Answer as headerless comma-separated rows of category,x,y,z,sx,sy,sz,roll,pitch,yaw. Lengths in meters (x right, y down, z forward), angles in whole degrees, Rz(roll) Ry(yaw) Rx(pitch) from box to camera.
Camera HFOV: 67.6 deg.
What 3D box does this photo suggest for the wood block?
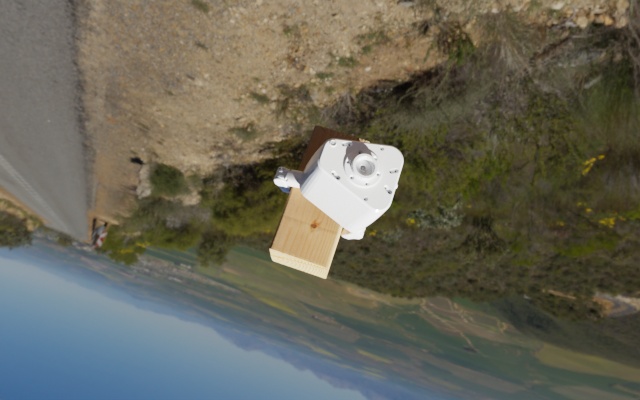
wood block,0.000,0.002,0.738,0.091,0.206,0.090,18,-19,4
